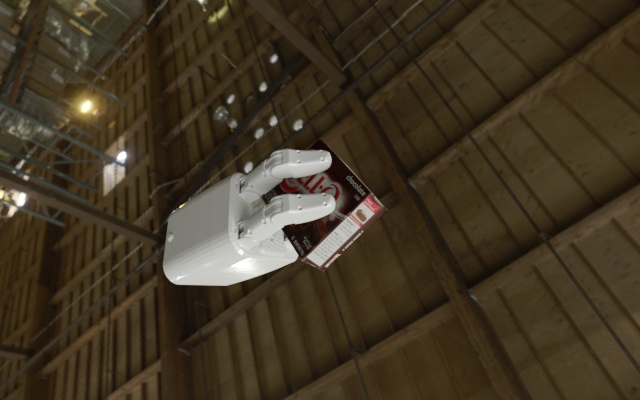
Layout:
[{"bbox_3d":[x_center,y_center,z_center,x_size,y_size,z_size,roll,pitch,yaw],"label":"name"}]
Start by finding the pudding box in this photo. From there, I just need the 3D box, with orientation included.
[{"bbox_3d":[0.000,0.002,0.478,0.039,0.090,0.113,38,9,-45],"label":"pudding box"}]
